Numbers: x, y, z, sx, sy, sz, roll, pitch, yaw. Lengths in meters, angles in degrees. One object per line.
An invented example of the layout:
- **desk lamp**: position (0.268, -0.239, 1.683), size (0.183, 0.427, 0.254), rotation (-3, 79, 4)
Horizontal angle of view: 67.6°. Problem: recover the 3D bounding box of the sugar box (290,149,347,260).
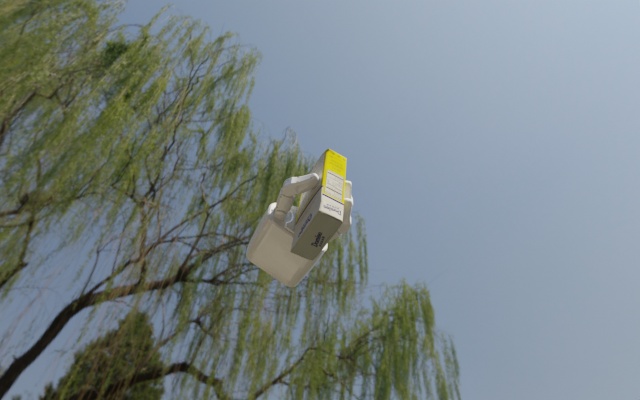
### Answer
- **sugar box**: position (0.001, 0.003, 0.752), size (0.048, 0.093, 0.176), rotation (25, 35, -15)
